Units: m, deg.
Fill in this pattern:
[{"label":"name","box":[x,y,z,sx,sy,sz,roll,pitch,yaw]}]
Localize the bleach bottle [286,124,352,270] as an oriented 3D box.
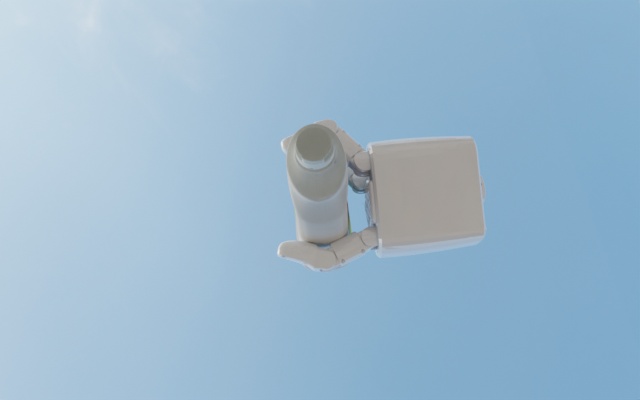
[{"label":"bleach bottle","box":[0.000,0.001,0.480,0.068,0.102,0.251,-6,-17,0]}]
